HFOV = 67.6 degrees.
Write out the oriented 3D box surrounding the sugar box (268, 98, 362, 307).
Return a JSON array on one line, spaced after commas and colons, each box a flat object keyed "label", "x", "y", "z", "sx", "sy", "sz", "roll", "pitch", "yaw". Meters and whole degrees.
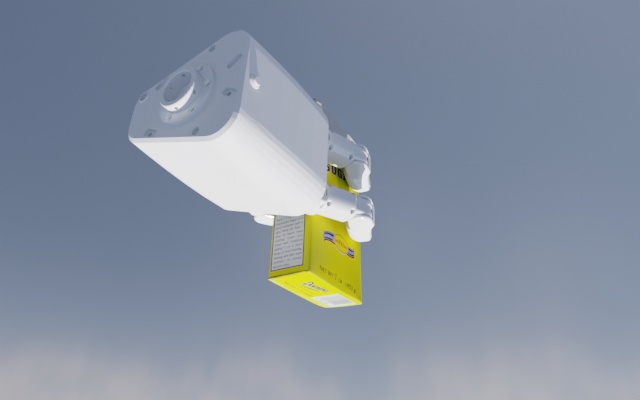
[{"label": "sugar box", "x": 0.000, "y": 0.001, "z": 0.442, "sx": 0.048, "sy": 0.176, "sz": 0.093, "roll": -13, "pitch": -32, "yaw": 28}]
